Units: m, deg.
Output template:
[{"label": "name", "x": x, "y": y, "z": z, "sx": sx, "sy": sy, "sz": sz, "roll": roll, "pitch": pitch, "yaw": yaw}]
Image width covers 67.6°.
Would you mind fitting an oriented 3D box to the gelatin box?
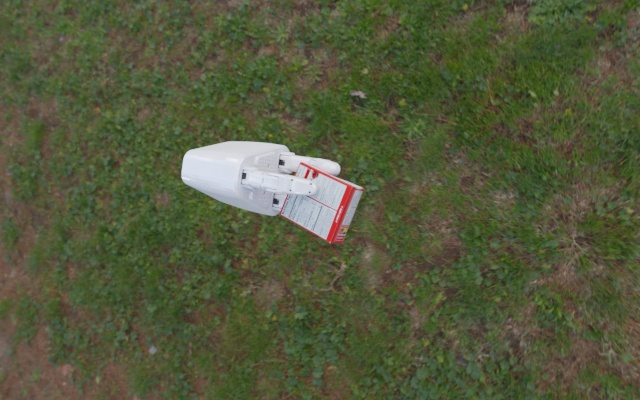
[{"label": "gelatin box", "x": 0.000, "y": 0.002, "z": 0.584, "sx": 0.089, "sy": 0.073, "sz": 0.030, "roll": 27, "pitch": 10, "yaw": 34}]
